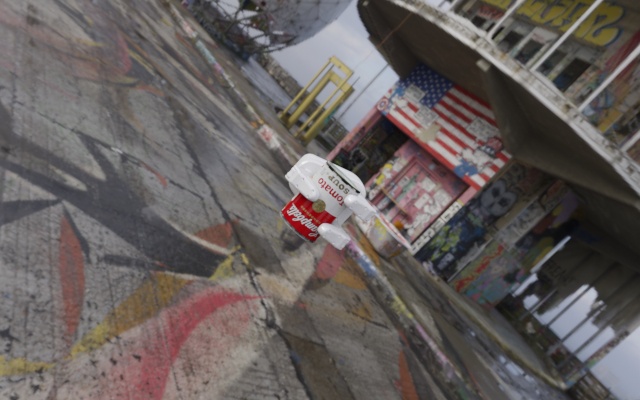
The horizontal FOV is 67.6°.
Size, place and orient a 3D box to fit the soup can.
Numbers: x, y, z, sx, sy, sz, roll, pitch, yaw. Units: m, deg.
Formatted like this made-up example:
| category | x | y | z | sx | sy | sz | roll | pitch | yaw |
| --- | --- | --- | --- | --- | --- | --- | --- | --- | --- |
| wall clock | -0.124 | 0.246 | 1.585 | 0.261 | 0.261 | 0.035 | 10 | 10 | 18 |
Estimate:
| category | x | y | z | sx | sy | sz | roll | pitch | yaw |
| --- | --- | --- | --- | --- | --- | --- | --- | --- | --- |
| soup can | 0.000 | 0.002 | 0.686 | 0.068 | 0.102 | 0.068 | 42 | 9 | -8 |
